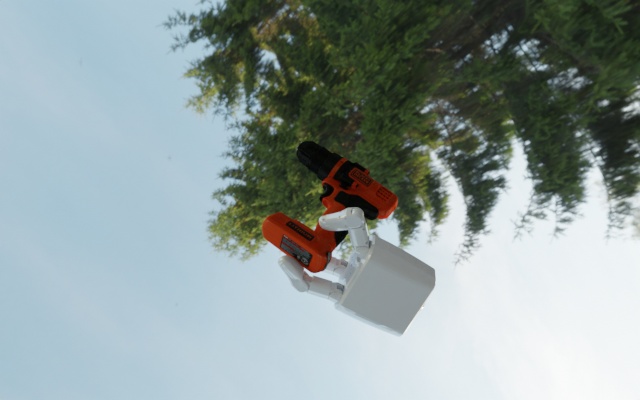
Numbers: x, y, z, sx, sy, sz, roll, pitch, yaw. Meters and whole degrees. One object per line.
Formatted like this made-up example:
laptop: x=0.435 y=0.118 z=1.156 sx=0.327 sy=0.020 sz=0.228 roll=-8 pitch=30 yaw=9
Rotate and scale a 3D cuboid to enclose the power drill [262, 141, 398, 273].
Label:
power drill: x=0.000 y=0.003 z=0.710 sx=0.184 sy=0.057 sz=0.187 roll=34 pitch=54 yaw=14
